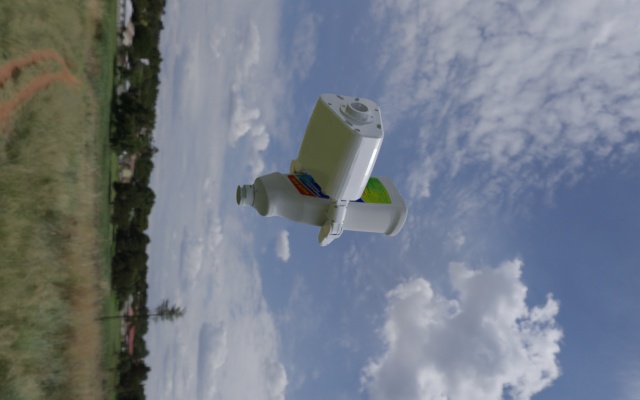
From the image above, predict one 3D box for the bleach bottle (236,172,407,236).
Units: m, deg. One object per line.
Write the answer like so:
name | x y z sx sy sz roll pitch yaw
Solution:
bleach bottle | 0.000 0.002 0.727 0.251 0.068 0.102 2 41 -23
